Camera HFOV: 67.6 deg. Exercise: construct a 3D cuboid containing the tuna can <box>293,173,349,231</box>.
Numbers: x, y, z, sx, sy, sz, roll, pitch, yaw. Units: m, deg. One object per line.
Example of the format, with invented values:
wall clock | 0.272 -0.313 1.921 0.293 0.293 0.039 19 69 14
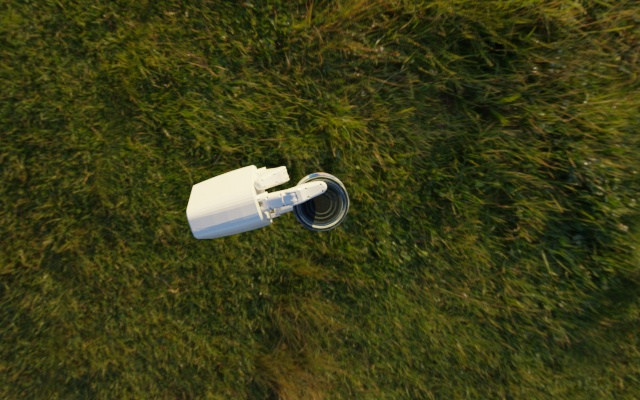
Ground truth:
tuna can | 0.000 0.002 0.716 0.086 0.086 0.033 0 9 -4
